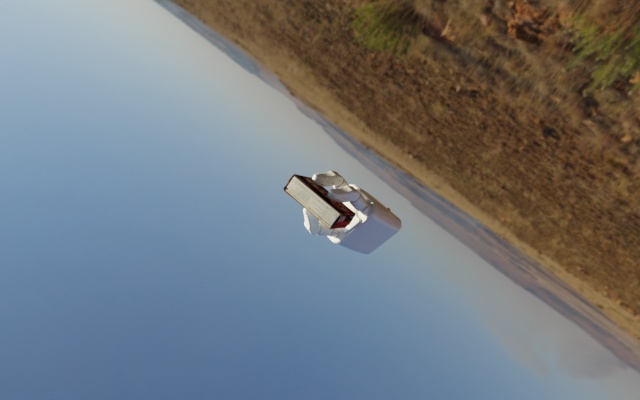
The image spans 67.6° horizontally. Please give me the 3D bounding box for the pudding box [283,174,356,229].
[{"bbox_3d":[0.000,0.003,0.835,0.113,0.039,0.090,38,9,16],"label":"pudding box"}]
